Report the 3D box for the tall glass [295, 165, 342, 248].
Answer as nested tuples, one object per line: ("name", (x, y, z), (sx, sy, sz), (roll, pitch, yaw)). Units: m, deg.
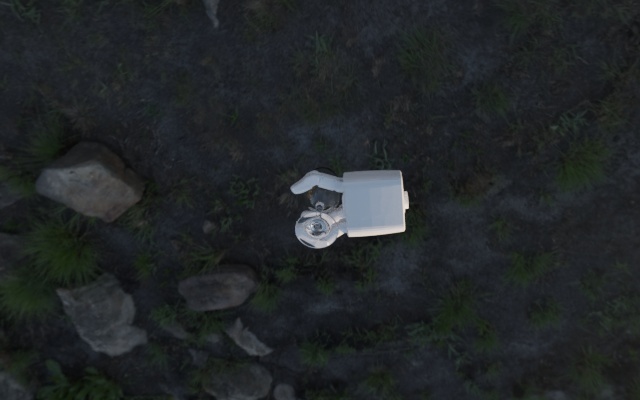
("tall glass", (0.000, 0.003, 0.897), (0.079, 0.079, 0.201), (0, 29, 4))
